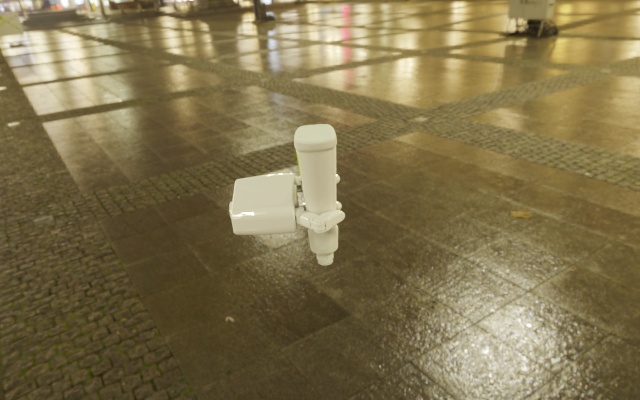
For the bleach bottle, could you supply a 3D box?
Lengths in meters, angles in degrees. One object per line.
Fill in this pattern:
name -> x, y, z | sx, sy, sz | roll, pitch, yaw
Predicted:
bleach bottle -> 0.000, 0.003, 0.821 | 0.068, 0.251, 0.102 | -5, 25, 1
